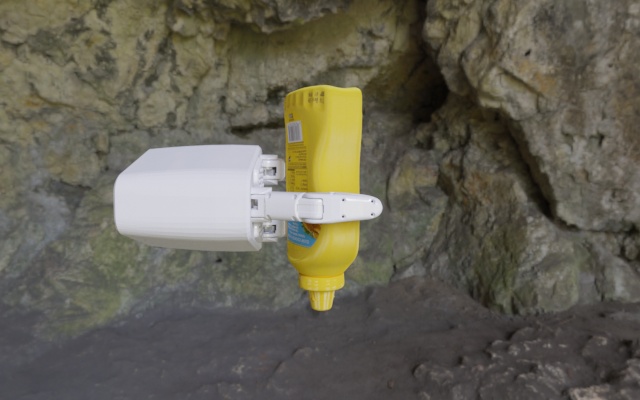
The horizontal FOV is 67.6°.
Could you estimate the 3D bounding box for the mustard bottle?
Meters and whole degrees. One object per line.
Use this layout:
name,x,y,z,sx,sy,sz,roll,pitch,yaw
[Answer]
mustard bottle,0.000,0.001,0.421,0.058,0.191,0.096,-2,5,-26
